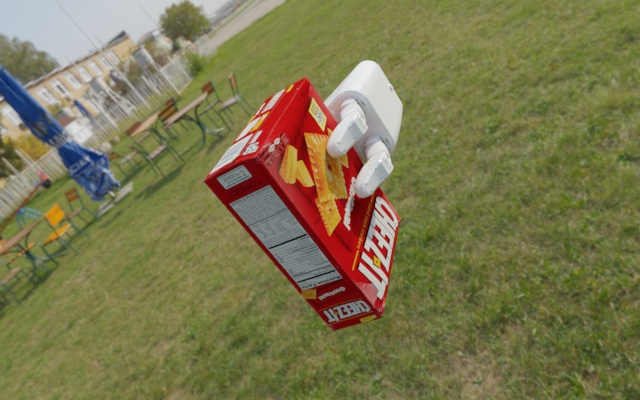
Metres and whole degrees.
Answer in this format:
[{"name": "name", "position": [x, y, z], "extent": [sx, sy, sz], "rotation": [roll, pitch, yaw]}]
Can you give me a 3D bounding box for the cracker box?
[{"name": "cracker box", "position": [0.000, 0.002, 0.504], "extent": [0.072, 0.214, 0.164], "rotation": [-22, 27, 31]}]
